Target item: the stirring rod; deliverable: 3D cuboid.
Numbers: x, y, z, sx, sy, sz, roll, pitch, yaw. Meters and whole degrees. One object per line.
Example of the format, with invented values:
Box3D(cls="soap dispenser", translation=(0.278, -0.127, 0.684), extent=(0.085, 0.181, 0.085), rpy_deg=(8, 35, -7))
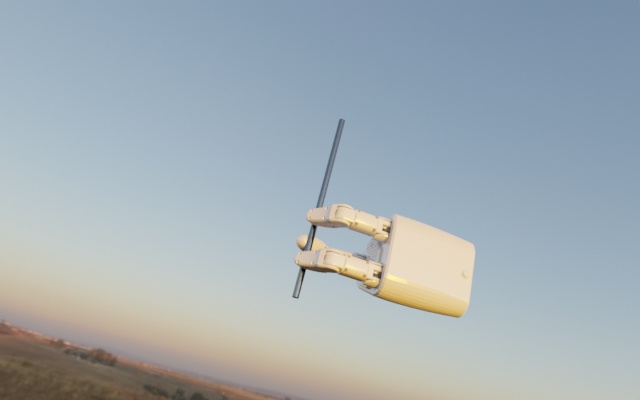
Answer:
Box3D(cls="stirring rod", translation=(0.000, 0.002, 0.583), extent=(0.011, 0.239, 0.011), rpy_deg=(13, -22, 5))
